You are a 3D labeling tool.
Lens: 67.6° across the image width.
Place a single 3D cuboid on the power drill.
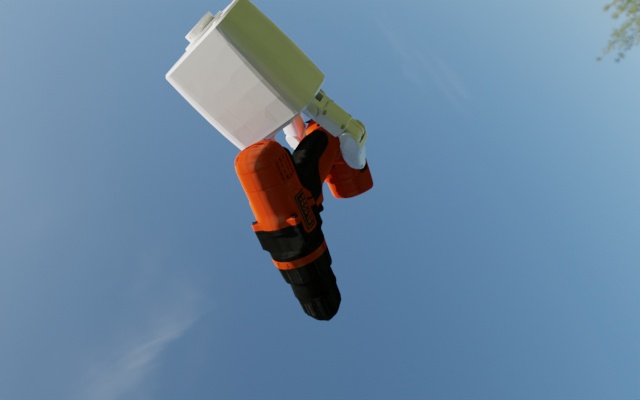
[{"bbox_3d":[0.000,0.001,0.491,0.057,0.184,0.187,-9,24,26],"label":"power drill"}]
